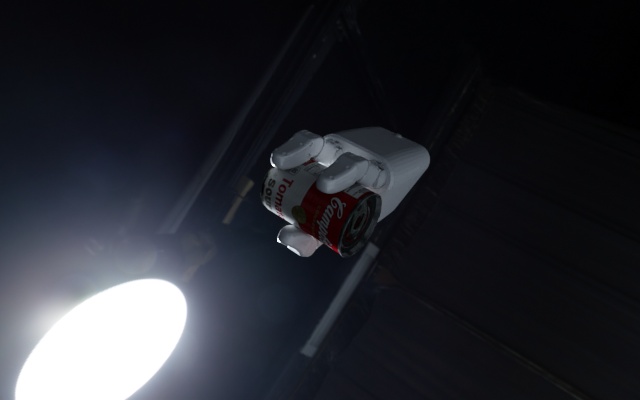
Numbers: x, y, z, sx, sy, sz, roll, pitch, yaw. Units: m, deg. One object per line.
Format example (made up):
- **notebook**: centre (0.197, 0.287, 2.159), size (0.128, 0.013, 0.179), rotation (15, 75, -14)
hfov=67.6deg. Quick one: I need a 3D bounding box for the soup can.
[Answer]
- **soup can**: centre (0.000, 0.002, 0.472), size (0.102, 0.068, 0.068), rotation (30, 14, 26)
